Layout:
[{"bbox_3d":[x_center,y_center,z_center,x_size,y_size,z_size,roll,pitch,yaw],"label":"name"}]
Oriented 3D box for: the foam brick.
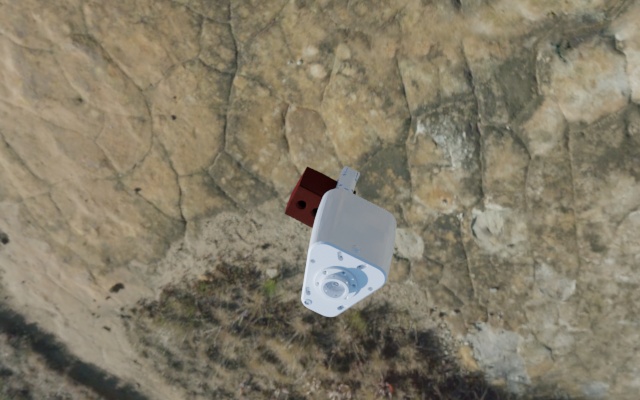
[{"bbox_3d":[0.000,0.002,0.634,0.078,0.053,0.051,27,36,-5],"label":"foam brick"}]
